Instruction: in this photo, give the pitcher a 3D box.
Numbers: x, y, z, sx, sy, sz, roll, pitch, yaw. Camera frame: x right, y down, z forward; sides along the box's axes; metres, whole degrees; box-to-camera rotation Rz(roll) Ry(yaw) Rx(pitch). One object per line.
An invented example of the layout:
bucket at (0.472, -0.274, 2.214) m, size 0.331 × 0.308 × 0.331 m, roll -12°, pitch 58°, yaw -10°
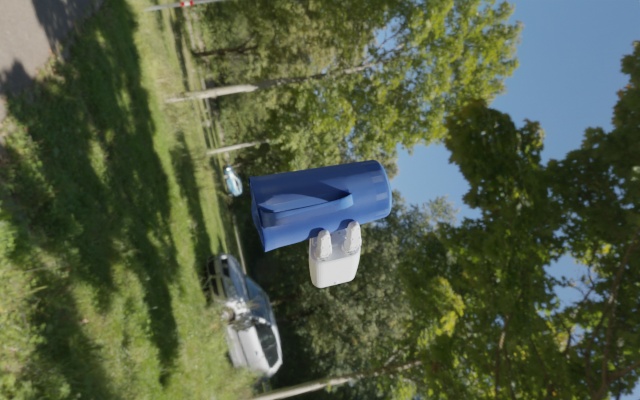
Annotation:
pitcher at (0.000, 0.003, 0.842) m, size 0.243 × 0.149 × 0.145 m, roll -12°, pitch -39°, yaw -10°
